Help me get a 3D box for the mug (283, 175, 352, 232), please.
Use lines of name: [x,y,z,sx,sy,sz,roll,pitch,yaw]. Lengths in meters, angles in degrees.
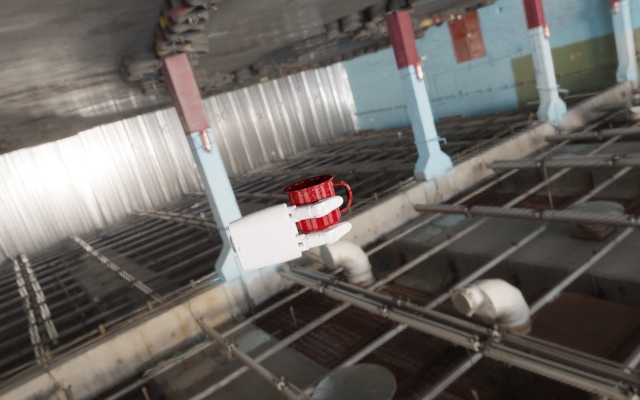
mug: [0.002,0.003,0.867,0.117,0.081,0.093,-16,13,-1]
